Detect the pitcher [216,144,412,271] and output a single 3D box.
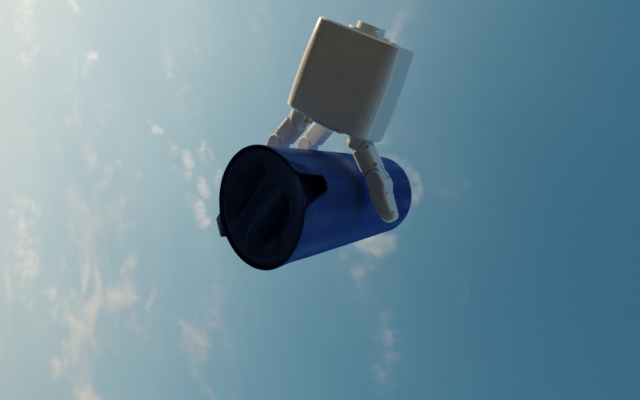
[{"bbox_3d":[0.000,0.002,0.594,0.149,0.145,0.243,33,24,34],"label":"pitcher"}]
